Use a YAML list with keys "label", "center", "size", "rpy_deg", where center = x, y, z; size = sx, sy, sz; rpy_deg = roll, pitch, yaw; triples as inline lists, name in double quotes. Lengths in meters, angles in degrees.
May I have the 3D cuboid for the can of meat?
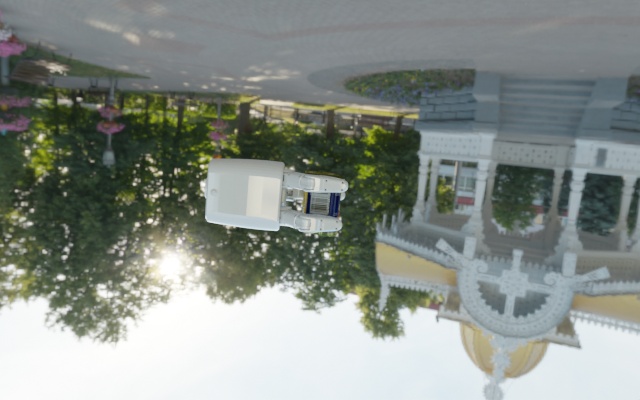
- label: "can of meat"
  center: [0.000, 0.003, 0.716]
  size: [0.057, 0.084, 0.102]
  rpy_deg: [5, 8, -4]
